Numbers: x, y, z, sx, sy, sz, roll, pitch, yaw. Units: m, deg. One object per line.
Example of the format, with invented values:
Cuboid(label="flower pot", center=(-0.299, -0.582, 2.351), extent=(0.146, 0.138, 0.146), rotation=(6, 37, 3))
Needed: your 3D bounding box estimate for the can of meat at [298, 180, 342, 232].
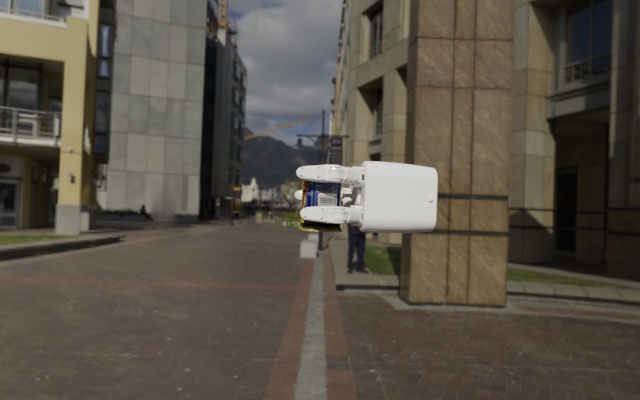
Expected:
Cuboid(label="can of meat", center=(0.000, 0.002, 0.695), extent=(0.057, 0.084, 0.102), rotation=(3, -2, -6))
